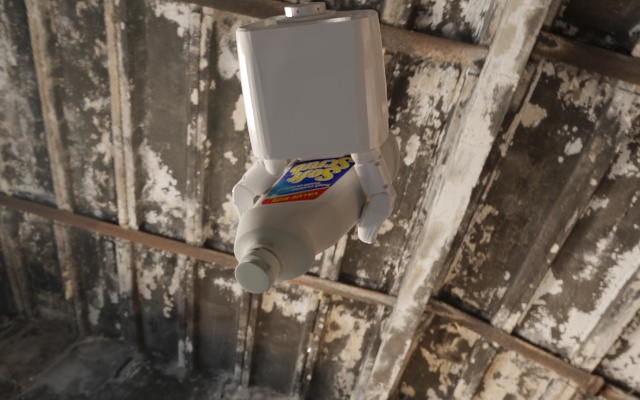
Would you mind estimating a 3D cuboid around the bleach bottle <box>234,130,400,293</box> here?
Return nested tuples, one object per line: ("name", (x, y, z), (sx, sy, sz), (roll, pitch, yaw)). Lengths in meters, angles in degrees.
("bleach bottle", (0.000, 0.001, 0.450), (0.102, 0.068, 0.250), (3, 28, 20))
